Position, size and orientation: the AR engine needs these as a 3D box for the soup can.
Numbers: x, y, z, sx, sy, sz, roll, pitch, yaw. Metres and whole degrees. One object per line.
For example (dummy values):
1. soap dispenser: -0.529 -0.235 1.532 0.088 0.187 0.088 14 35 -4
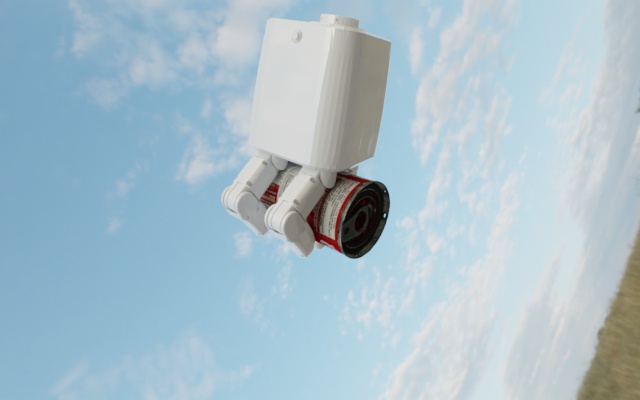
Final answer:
1. soup can: 0.000 0.002 0.422 0.102 0.068 0.068 22 13 36
